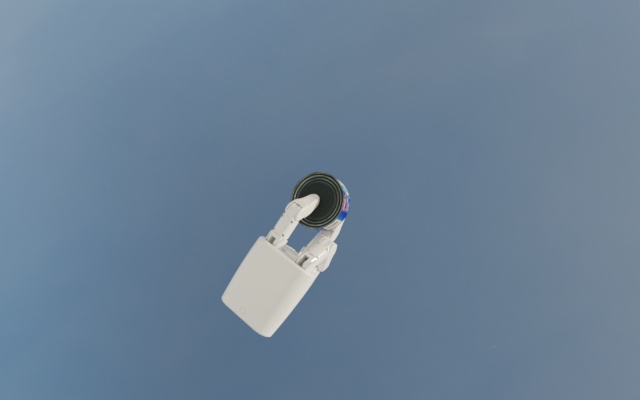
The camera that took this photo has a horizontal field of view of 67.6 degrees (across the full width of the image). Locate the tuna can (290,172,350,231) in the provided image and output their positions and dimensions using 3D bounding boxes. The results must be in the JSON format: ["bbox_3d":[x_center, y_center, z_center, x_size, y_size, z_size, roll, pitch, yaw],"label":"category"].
[{"bbox_3d":[0.000,0.002,0.717,0.086,0.086,0.034,0,-11,23],"label":"tuna can"}]
